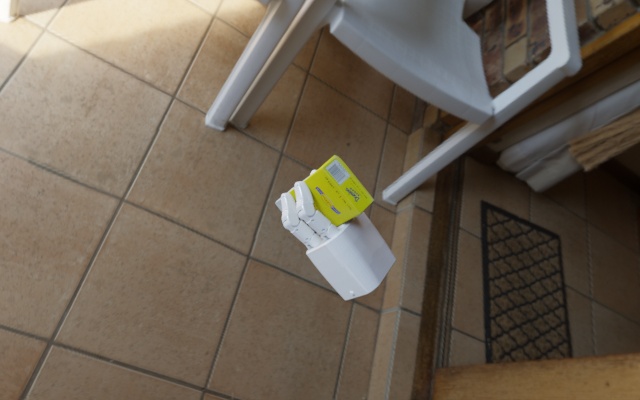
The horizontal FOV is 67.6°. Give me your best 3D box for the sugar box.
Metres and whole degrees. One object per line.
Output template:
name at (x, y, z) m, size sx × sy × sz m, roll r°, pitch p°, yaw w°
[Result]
sugar box at (0.000, 0.003, 0.782) m, size 0.048 × 0.093 × 0.176 m, roll -42°, pitch 4°, yaw -37°
